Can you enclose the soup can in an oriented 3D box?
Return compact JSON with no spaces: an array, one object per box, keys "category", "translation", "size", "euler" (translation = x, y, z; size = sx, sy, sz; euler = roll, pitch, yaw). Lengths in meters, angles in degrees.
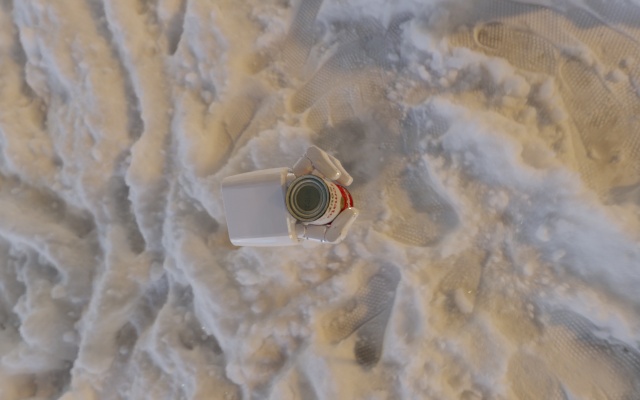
[{"category":"soup can","translation":[0.000,0.002,0.688],"size":[0.068,0.068,0.102],"euler":[0,-7,22]}]
